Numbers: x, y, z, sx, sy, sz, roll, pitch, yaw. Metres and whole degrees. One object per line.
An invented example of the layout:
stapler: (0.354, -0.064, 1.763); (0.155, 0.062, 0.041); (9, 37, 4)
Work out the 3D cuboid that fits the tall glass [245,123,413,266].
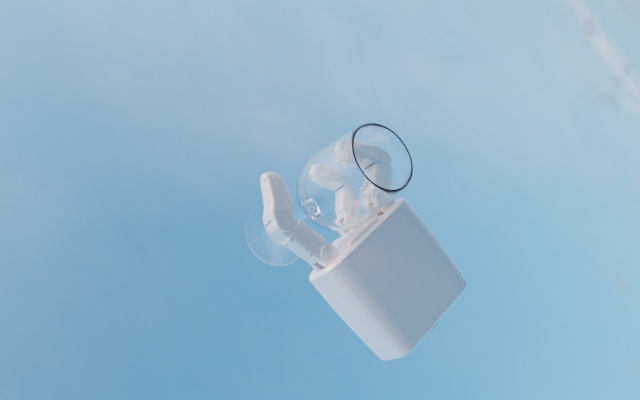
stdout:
tall glass: (0.000, 0.002, 0.459); (0.079, 0.079, 0.201); (0, -22, -33)
